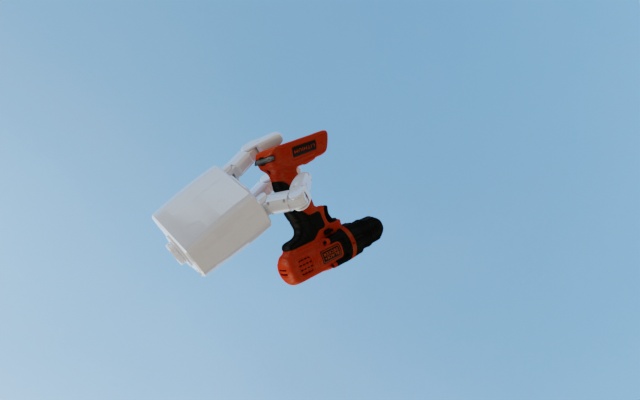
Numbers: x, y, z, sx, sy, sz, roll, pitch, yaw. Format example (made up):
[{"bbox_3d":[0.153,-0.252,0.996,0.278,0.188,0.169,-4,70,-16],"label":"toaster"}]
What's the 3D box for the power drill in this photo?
[{"bbox_3d":[0.000,0.002,0.665,0.184,0.187,0.057,-23,7,-37],"label":"power drill"}]
